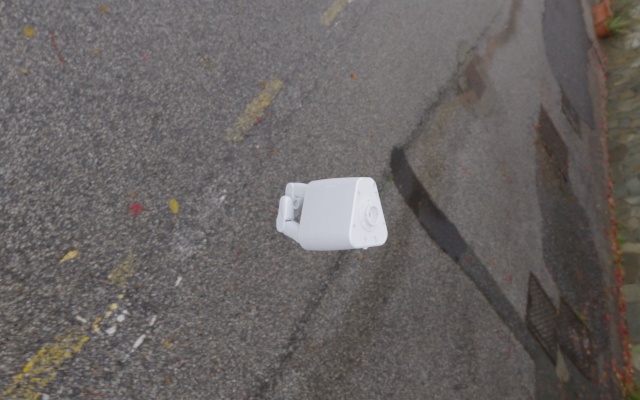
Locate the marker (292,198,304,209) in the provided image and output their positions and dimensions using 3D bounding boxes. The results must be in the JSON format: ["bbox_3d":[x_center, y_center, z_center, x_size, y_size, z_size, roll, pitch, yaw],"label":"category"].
[{"bbox_3d":[0.000,0.003,0.829,0.020,0.020,0.121,0,2,44],"label":"marker"}]
